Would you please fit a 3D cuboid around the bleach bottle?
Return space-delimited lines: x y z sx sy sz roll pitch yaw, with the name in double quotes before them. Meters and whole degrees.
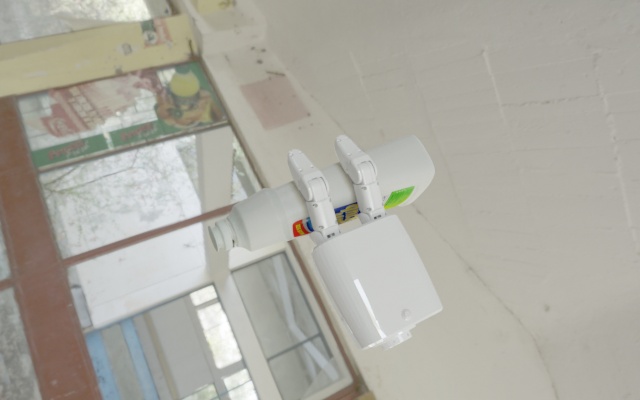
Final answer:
"bleach bottle" 0.000 0.002 0.529 0.251 0.068 0.103 -20 -17 -22
